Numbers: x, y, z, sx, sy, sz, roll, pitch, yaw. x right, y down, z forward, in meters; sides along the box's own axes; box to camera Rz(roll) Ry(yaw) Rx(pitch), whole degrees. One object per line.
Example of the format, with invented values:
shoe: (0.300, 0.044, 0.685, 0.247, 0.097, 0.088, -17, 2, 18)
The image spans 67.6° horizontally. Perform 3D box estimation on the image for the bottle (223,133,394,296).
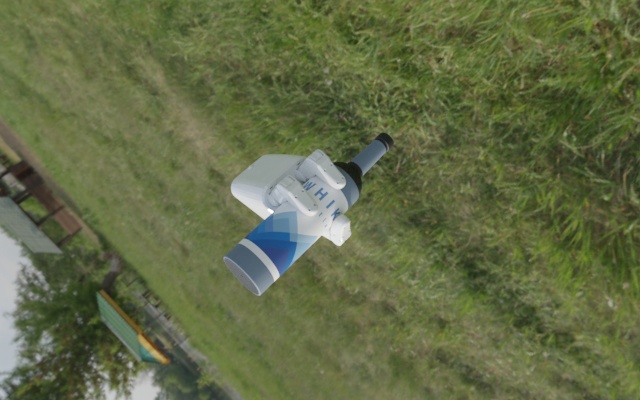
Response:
bottle: (0.000, 0.002, 0.652, 0.295, 0.069, 0.069, -43, 20, -23)
